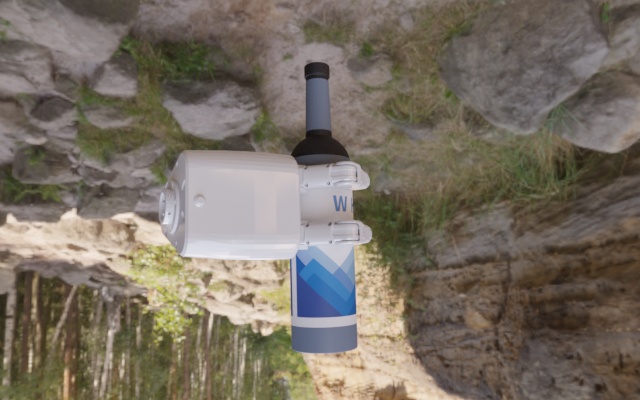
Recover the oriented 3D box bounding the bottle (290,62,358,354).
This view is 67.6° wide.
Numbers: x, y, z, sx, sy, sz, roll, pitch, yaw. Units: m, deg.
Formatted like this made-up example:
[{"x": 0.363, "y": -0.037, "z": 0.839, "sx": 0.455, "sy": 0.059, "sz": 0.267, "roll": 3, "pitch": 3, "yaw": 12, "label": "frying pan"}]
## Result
[{"x": 0.000, "y": 0.002, "z": 0.497, "sx": 0.069, "sy": 0.295, "sz": 0.069, "roll": -2, "pitch": -7, "yaw": 0, "label": "bottle"}]
